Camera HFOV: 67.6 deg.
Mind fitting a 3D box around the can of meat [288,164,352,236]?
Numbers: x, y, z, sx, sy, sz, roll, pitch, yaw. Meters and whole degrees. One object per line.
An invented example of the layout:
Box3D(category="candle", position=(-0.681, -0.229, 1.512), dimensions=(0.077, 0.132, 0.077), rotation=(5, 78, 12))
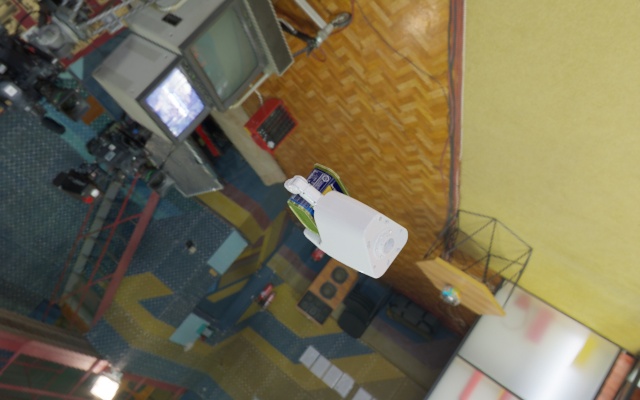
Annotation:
Box3D(category="can of meat", position=(0.000, 0.003, 0.814), dimensions=(0.057, 0.084, 0.102), rotation=(27, -19, 39))
